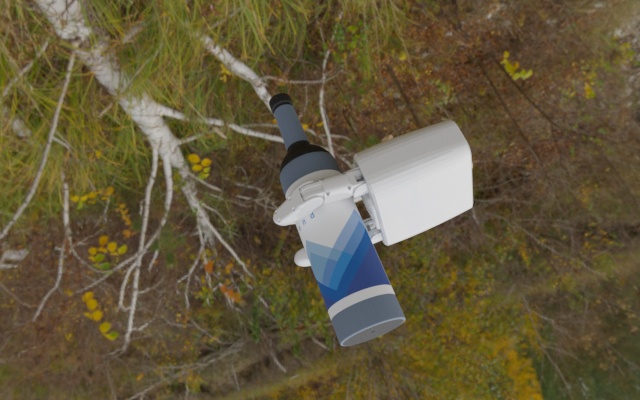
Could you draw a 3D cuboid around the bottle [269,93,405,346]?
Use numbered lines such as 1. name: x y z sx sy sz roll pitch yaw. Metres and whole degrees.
1. bottle: 0.000 0.002 0.513 0.069 0.295 0.069 -18 -26 -9
